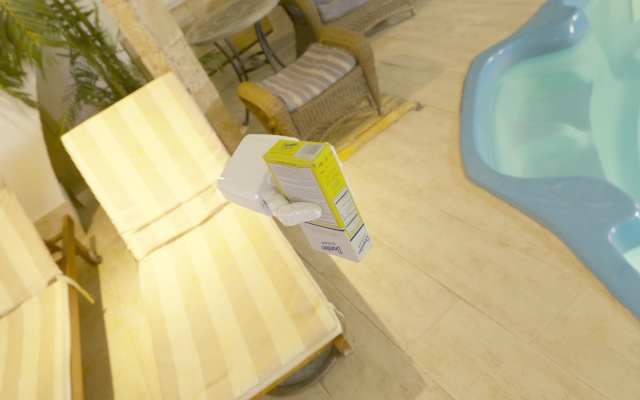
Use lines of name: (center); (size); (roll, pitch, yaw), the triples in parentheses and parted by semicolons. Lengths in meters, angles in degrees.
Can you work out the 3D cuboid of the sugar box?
sugar box: (0.000, 0.002, 0.644); (0.093, 0.176, 0.048); (12, 52, 42)
